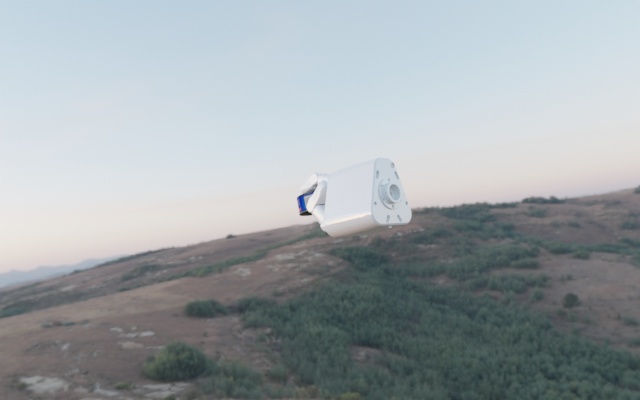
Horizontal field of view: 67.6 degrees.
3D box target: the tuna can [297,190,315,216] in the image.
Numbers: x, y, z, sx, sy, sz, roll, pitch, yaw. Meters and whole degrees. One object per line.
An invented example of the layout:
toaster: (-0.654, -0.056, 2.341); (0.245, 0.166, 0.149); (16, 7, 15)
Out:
tuna can: (0.000, 0.002, 0.876); (0.086, 0.033, 0.086); (-11, -8, -2)
